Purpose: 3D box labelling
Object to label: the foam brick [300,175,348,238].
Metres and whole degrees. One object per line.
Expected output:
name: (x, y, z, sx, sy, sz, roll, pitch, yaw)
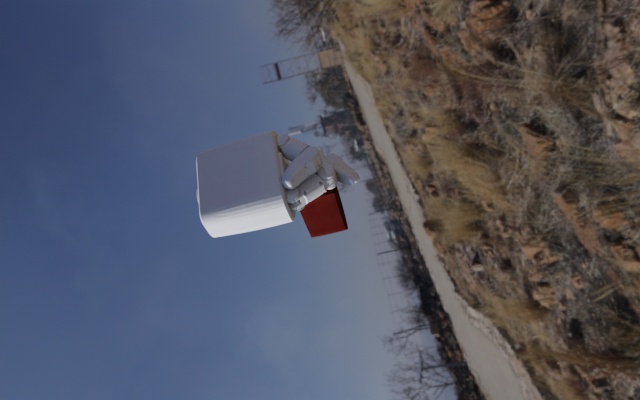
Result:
foam brick: (0.000, 0.002, 0.626, 0.051, 0.053, 0.078, -16, -44, 5)
